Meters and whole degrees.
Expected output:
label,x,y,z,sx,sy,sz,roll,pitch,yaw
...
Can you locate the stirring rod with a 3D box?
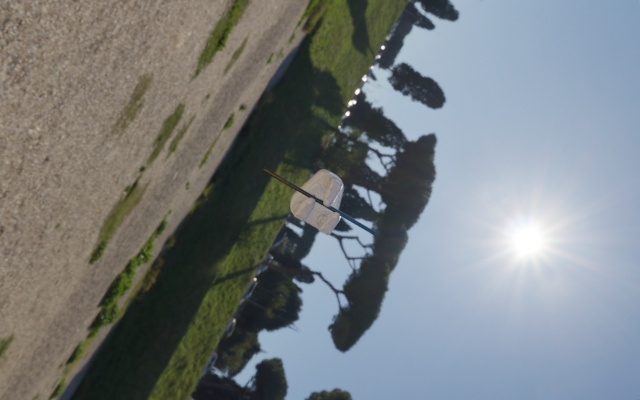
label,x,y,z,sx,sy,sz,roll,pitch,yaw
stirring rod,0.000,0.003,0.881,0.239,0.011,0.011,30,-5,-8
